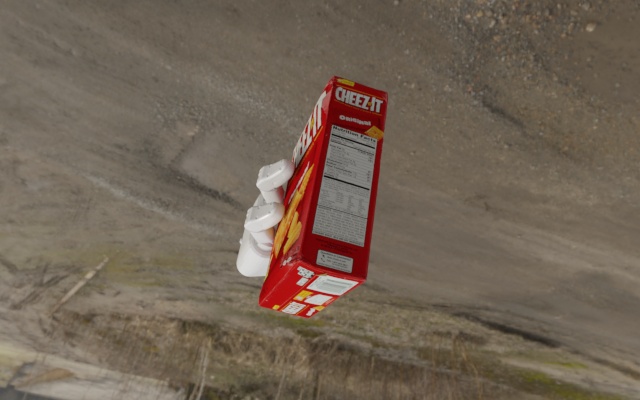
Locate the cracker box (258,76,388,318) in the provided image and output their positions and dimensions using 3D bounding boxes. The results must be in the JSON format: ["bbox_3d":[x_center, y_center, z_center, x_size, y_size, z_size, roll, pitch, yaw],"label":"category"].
[{"bbox_3d":[0.000,0.002,0.516,0.072,0.213,0.164,16,-29,-12],"label":"cracker box"}]
